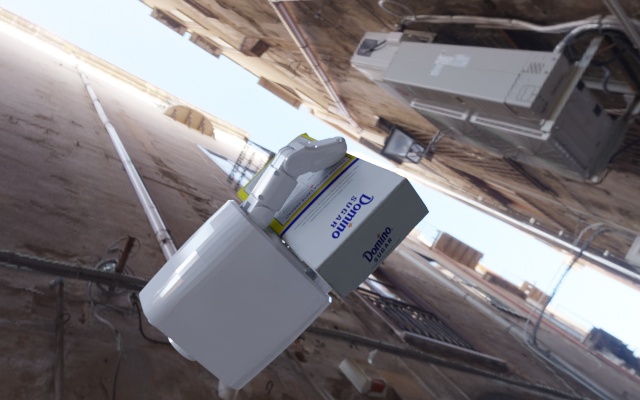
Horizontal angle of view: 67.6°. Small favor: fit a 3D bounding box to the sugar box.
[{"bbox_3d":[0.000,0.002,0.406,0.048,0.093,0.176,50,-8,-34],"label":"sugar box"}]
